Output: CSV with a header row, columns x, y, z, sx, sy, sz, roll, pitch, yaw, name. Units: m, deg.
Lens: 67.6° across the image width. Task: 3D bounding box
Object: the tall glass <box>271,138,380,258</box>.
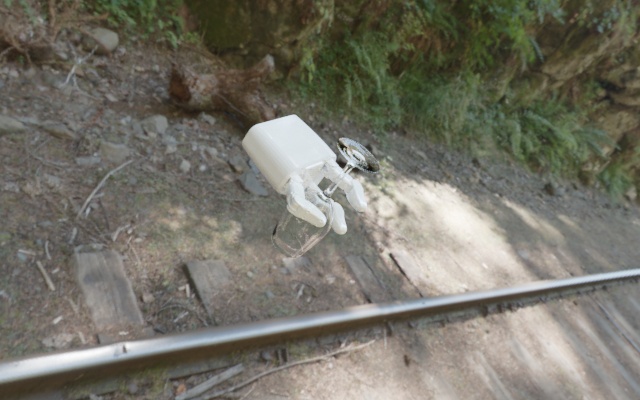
x,y,z,sx,sy,sz,roll,pitch,yaw,name
0.001,0.002,0.731,0.079,0.079,0.201,0,-43,-49,tall glass
